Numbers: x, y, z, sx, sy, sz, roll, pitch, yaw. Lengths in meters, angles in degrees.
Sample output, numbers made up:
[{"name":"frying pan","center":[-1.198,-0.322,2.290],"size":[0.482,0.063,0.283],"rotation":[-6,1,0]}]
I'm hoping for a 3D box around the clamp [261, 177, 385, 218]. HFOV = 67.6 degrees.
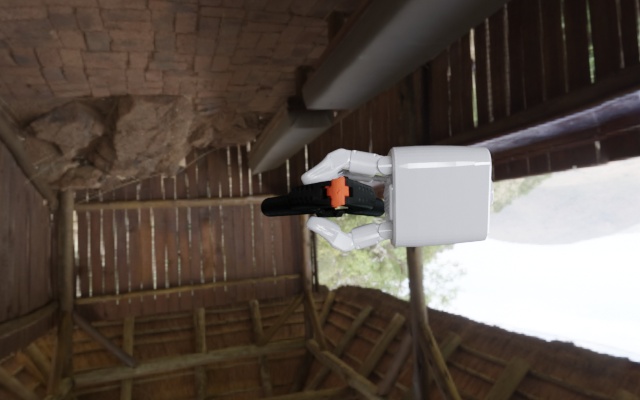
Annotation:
[{"name":"clamp","center":[0.000,0.003,0.549],"size":[0.164,0.036,0.210],"rotation":[-1,-5,3]}]
